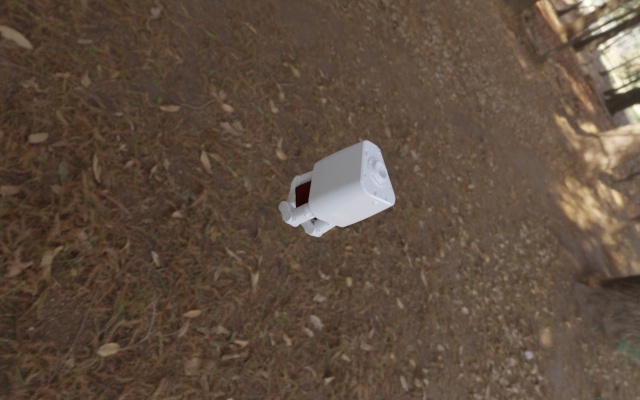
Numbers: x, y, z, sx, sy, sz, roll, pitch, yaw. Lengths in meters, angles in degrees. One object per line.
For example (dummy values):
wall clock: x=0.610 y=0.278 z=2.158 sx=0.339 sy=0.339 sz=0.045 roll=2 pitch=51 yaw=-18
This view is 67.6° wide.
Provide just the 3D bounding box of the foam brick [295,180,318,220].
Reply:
foam brick: x=0.000 y=0.003 z=0.836 sx=0.051 sy=0.053 sz=0.078 roll=-21 pitch=-27 yaw=36
